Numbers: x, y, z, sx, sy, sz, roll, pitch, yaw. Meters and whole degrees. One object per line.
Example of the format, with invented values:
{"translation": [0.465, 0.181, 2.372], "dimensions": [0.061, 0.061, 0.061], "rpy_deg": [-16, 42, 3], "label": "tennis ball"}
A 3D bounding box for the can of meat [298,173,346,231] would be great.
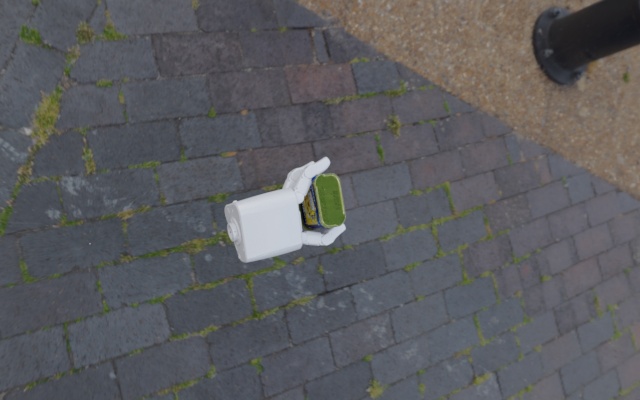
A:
{"translation": [0.000, 0.003, 0.874], "dimensions": [0.057, 0.102, 0.084], "rpy_deg": [-10, 0, -25], "label": "can of meat"}
